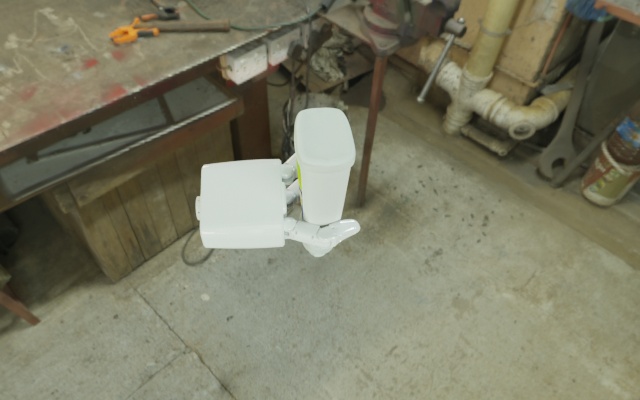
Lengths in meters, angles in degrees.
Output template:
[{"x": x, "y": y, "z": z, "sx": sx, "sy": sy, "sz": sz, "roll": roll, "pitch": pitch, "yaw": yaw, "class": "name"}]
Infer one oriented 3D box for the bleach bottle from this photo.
[{"x": 0.000, "y": 0.002, "z": 0.644, "sx": 0.068, "sy": 0.102, "sz": 0.251, "roll": -3, "pitch": -40, "yaw": -5, "class": "bleach bottle"}]
